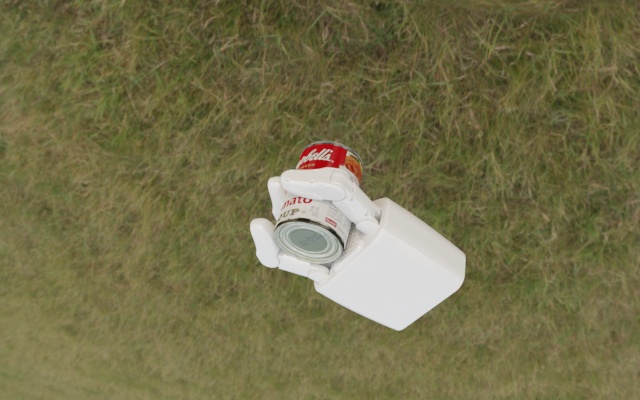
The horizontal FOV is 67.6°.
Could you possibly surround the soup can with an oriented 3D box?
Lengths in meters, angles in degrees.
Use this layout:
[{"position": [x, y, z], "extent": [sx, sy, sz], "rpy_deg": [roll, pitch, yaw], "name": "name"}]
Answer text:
[{"position": [0.000, 0.001, 0.463], "extent": [0.068, 0.102, 0.069], "rpy_deg": [10, -38, 8], "name": "soup can"}]
